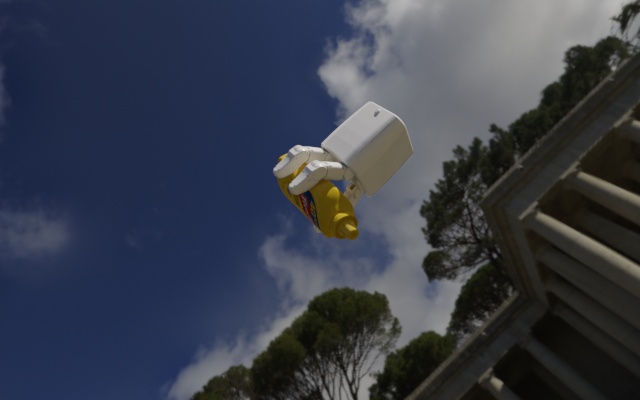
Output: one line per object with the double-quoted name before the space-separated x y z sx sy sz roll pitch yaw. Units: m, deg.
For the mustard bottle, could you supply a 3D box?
"mustard bottle" 0.000 0.002 0.727 0.058 0.096 0.191 -27 40 -18
